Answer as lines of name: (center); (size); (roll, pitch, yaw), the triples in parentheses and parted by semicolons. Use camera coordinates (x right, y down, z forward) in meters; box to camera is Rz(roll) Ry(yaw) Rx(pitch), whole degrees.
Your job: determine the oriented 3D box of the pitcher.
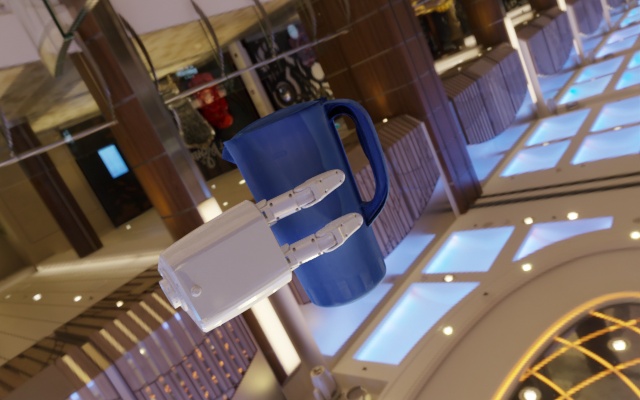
pitcher: (0.000, 0.002, 0.585); (0.145, 0.243, 0.149); (-31, 15, -24)
